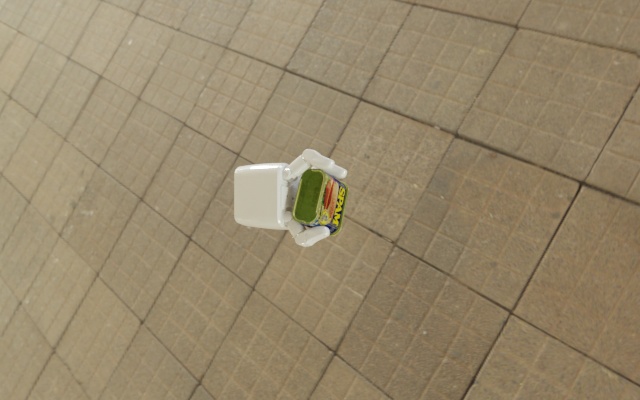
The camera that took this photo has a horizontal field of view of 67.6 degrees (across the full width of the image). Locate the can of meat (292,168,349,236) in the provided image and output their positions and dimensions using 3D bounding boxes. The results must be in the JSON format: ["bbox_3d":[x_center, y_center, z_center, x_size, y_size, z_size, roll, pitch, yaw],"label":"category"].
[{"bbox_3d":[0.000,0.003,0.830,0.057,0.102,0.084,5,-13,32],"label":"can of meat"}]
